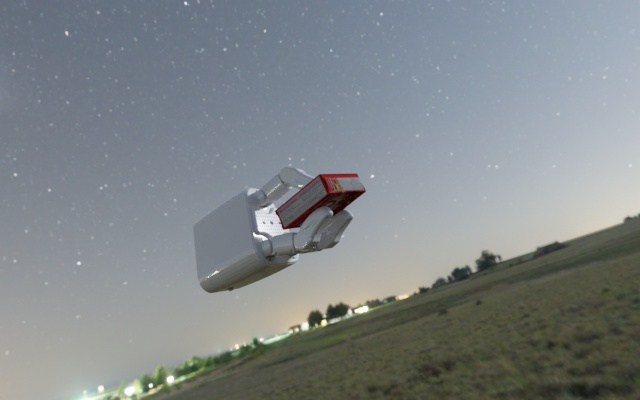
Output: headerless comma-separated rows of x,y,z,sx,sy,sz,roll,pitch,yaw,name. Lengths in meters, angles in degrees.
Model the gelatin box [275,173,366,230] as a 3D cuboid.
0.000,0.001,0.583,0.073,0.030,0.089,-4,-28,-50,gelatin box
